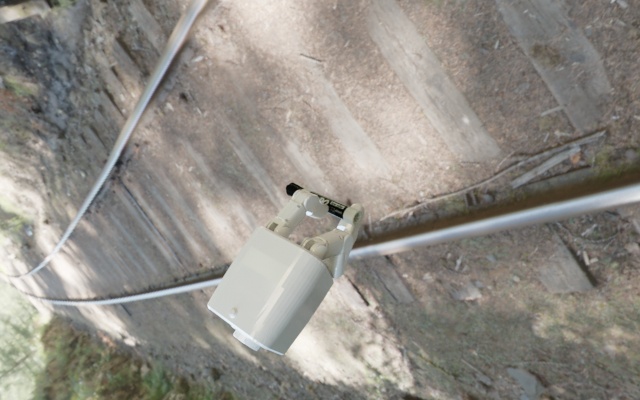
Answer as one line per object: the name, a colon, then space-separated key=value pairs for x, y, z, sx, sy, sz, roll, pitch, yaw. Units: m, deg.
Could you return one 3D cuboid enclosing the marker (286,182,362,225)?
marker: x=0.000 y=0.002 z=0.616 sx=0.121 sy=0.020 sz=0.020 roll=23 pitch=14 yaw=36
